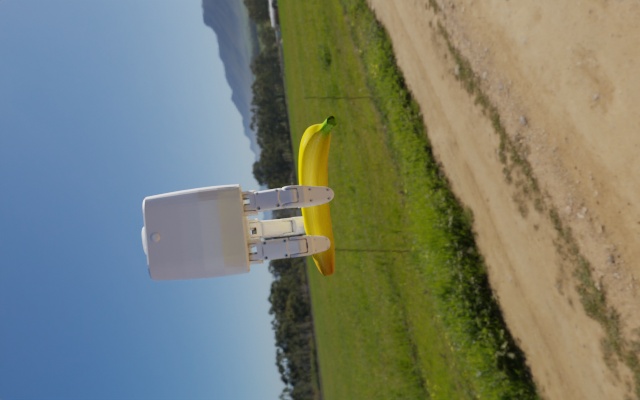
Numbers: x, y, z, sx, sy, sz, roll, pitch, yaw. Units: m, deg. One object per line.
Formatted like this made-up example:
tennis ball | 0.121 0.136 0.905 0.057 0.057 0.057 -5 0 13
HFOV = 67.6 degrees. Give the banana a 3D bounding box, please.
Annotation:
banana | -0.004 -0.007 0.583 0.037 0.198 0.069 -6 20 -12
